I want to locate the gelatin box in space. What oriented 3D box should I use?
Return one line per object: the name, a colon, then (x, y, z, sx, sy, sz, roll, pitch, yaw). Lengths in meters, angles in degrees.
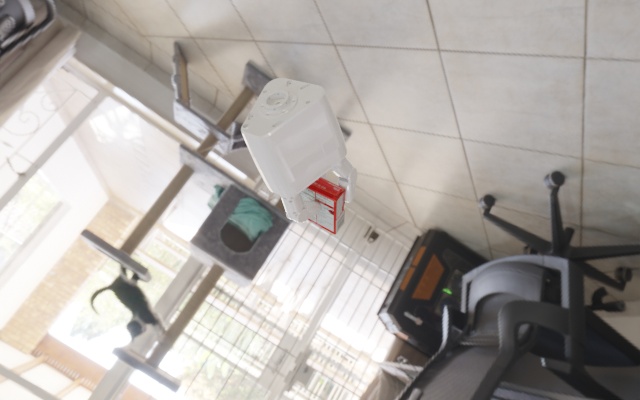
gelatin box: (0.000, 0.003, 0.724, 0.073, 0.030, 0.089, 27, -33, 21)
